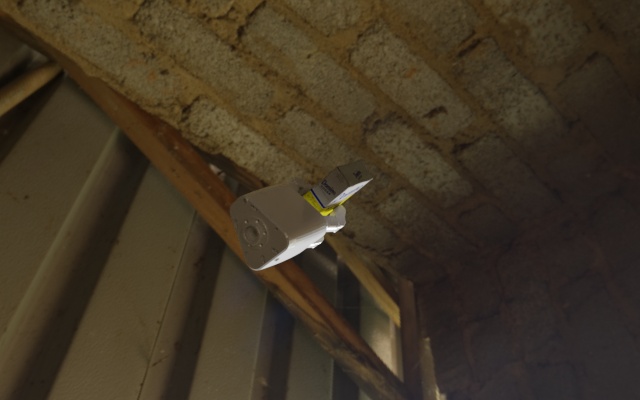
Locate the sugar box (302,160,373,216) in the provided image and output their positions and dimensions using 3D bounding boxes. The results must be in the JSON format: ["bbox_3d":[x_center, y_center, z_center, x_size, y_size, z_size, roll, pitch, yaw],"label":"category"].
[{"bbox_3d":[0.000,0.003,0.819,0.176,0.048,0.093,-37,-8,31],"label":"sugar box"}]
